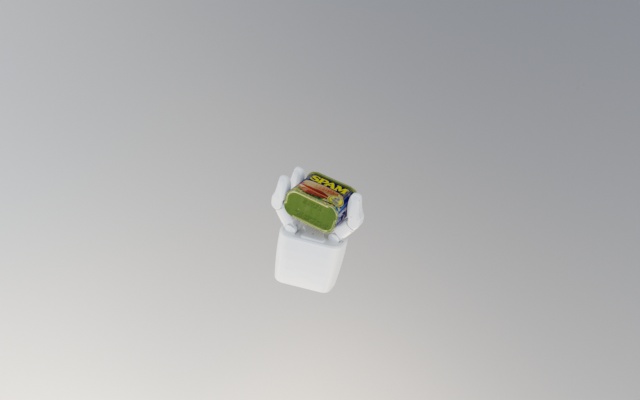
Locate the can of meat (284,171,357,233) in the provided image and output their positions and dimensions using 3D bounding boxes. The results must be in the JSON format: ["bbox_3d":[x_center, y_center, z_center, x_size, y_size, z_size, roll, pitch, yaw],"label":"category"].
[{"bbox_3d":[0.000,0.003,0.803,0.102,0.057,0.084,25,32,16],"label":"can of meat"}]
